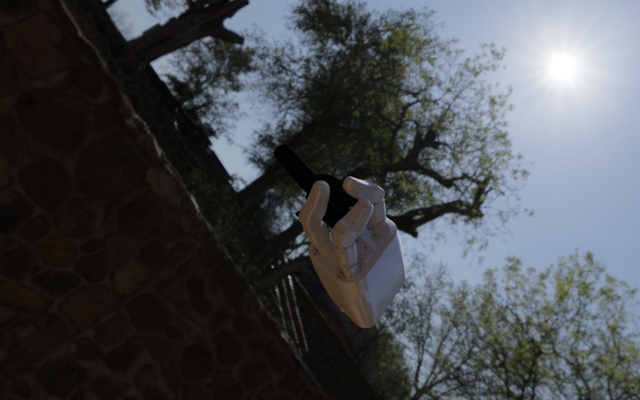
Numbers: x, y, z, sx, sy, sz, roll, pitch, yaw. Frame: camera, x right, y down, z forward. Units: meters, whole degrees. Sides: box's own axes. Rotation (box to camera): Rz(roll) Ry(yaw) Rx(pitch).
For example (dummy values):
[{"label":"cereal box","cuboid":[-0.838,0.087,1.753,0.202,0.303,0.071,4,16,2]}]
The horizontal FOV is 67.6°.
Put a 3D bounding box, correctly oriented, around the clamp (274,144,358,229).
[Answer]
[{"label":"clamp","cuboid":[0.001,0.002,0.636,0.039,0.120,0.171,-35,43,-17]}]
